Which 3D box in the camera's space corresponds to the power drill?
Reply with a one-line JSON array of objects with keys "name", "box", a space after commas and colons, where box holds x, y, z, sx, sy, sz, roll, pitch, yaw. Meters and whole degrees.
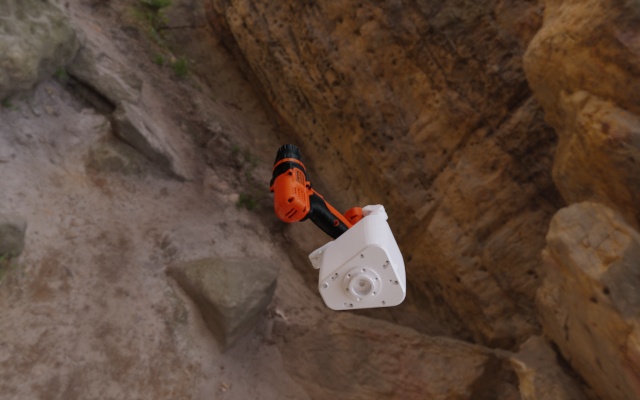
[{"name": "power drill", "box": [0.001, 0.003, 0.768, 0.188, 0.057, 0.184, 35, 27, -25]}]
